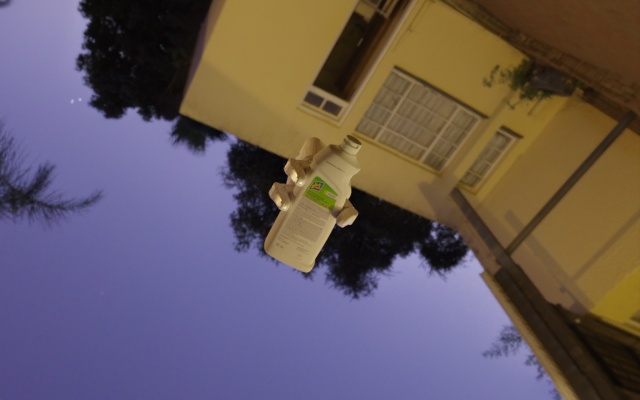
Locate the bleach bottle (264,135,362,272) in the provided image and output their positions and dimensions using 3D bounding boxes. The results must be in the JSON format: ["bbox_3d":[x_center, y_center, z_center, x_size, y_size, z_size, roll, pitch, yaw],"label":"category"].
[{"bbox_3d":[0.000,0.003,0.820,0.102,0.251,0.068,27,25,-12],"label":"bleach bottle"}]
